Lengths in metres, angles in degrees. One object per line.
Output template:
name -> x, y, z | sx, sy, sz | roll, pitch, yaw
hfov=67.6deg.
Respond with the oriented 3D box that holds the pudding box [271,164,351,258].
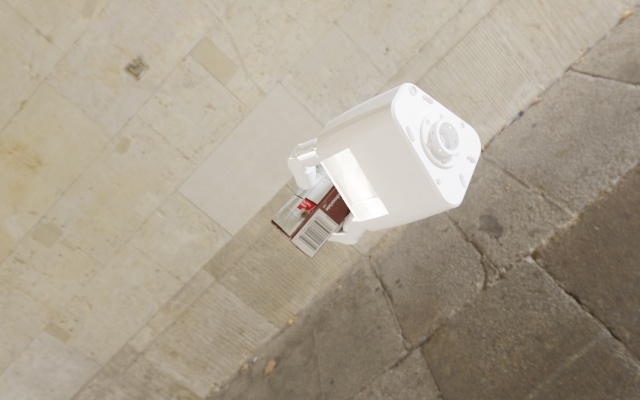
pudding box -> 0.000, 0.002, 0.545 | 0.039, 0.113, 0.090 | 44, -5, -20
